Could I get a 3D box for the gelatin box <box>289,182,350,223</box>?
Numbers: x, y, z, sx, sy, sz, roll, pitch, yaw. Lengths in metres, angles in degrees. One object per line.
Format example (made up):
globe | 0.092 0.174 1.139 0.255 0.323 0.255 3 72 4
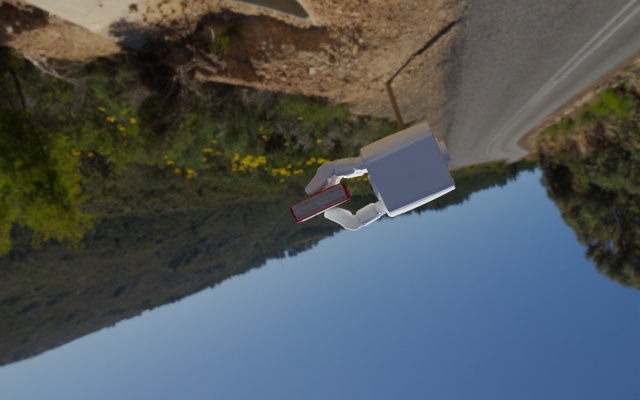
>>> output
gelatin box | 0.000 0.003 0.728 0.089 0.030 0.073 -26 -1 1
